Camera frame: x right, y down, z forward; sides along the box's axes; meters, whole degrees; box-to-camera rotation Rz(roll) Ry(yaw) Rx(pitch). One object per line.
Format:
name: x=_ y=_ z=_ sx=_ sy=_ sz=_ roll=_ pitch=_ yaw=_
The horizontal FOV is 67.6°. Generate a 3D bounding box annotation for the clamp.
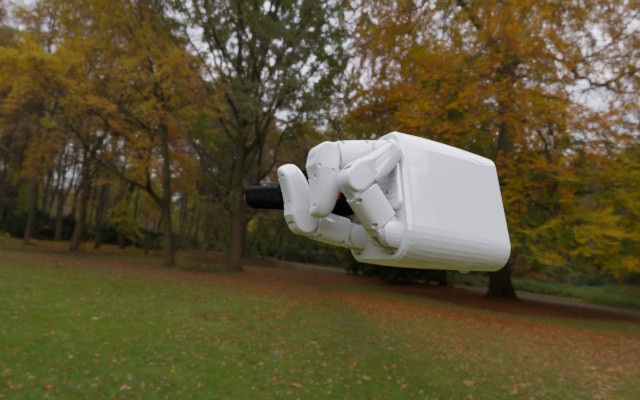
clamp: x=0.000 y=0.001 z=0.483 sx=0.120 sy=0.039 sz=0.171 roll=11 pitch=-9 yaw=-22
